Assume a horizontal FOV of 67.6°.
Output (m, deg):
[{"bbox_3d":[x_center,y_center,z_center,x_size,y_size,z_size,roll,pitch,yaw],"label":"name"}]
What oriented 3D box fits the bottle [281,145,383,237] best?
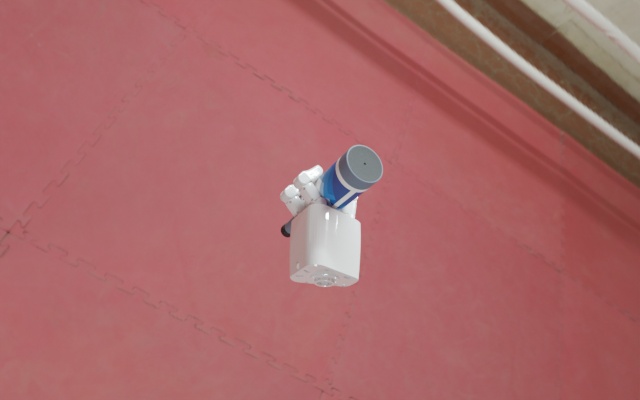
[{"bbox_3d":[0.000,0.003,0.845,0.069,0.069,0.296,0,-24,-30],"label":"bottle"}]
